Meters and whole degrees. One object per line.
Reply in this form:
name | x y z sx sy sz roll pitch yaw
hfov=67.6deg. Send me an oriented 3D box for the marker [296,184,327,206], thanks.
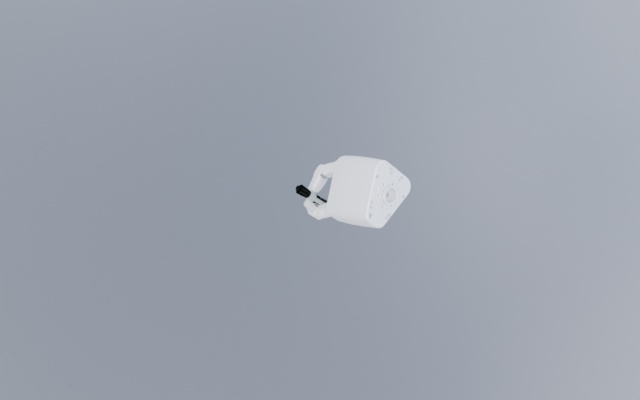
marker | 0.000 0.003 0.895 0.121 0.020 0.020 32 -20 -35
